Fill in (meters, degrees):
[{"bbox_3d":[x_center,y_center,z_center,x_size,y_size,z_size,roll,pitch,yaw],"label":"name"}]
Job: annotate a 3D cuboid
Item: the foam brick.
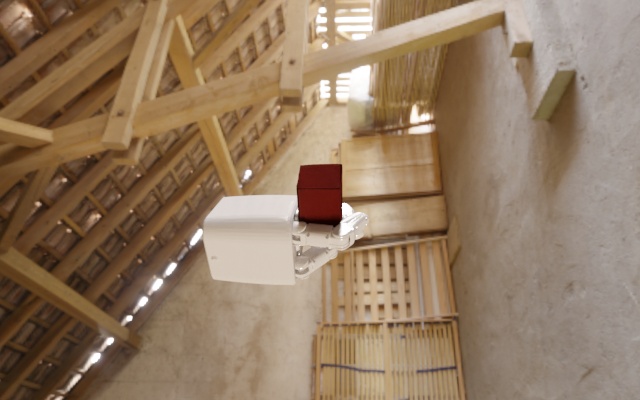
[{"bbox_3d":[0.000,0.002,0.572,0.051,0.078,0.053,1,36,4],"label":"foam brick"}]
